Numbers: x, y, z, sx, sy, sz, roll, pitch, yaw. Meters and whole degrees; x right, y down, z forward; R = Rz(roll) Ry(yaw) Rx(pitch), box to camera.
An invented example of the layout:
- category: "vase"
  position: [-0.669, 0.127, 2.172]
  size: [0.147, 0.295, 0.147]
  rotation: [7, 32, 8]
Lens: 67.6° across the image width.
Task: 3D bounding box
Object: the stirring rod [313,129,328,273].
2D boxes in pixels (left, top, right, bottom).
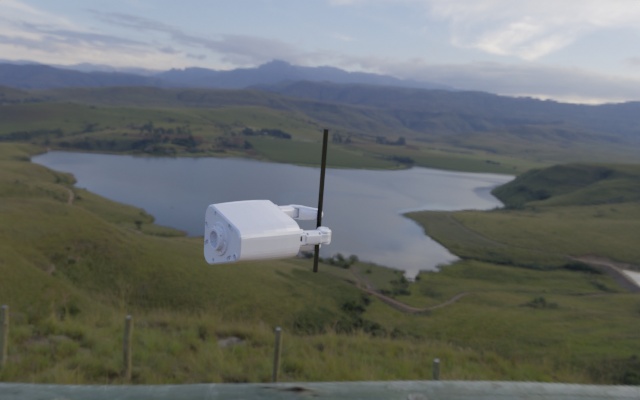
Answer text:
- category: "stirring rod"
  position: [0.000, 0.003, 0.797]
  size: [0.011, 0.239, 0.011]
  rotation: [4, 8, -1]
